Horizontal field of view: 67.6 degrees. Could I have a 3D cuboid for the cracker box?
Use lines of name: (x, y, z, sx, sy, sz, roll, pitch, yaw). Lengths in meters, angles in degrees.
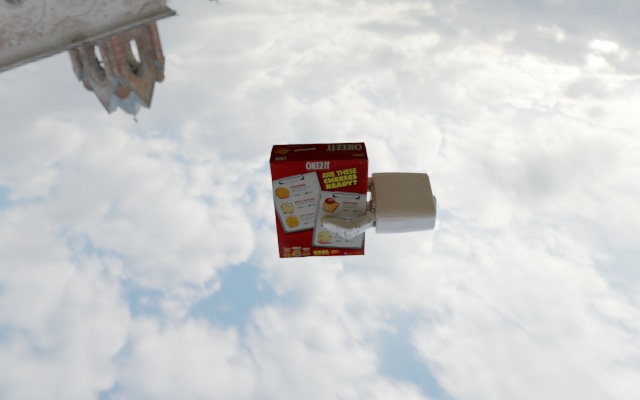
cracker box: (0.000, 0.003, 0.858, 0.164, 0.214, 0.072, -2, 36, 0)
